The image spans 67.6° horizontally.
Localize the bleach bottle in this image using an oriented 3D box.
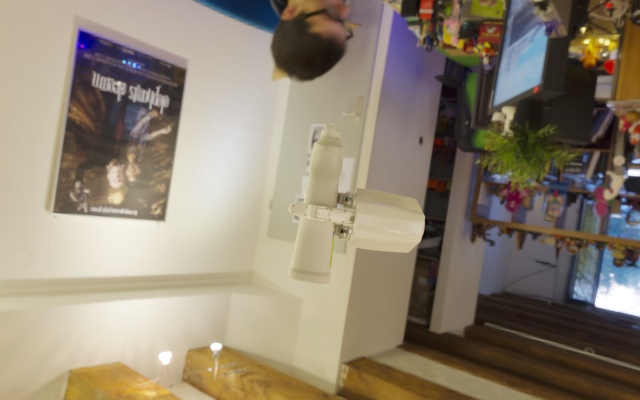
[{"bbox_3d":[0.000,0.003,0.775,0.068,0.251,0.102,9,0,0],"label":"bleach bottle"}]
